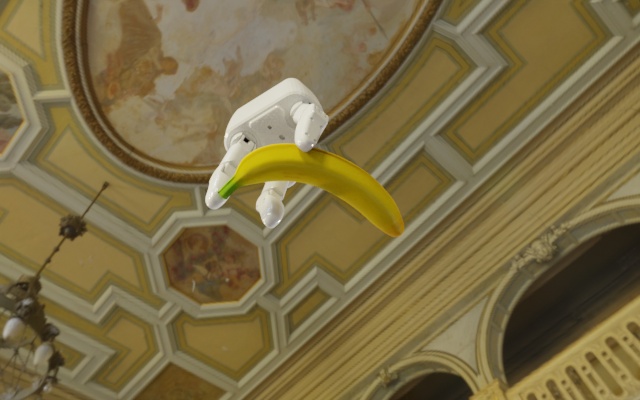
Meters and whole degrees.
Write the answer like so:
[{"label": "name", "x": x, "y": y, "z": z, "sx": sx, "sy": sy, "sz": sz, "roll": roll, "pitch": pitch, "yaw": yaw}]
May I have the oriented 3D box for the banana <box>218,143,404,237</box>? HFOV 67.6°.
[{"label": "banana", "x": 0.002, "y": -0.016, "z": 0.482, "sx": 0.198, "sy": 0.070, "sz": 0.037, "roll": 14, "pitch": 20, "yaw": -13}]
